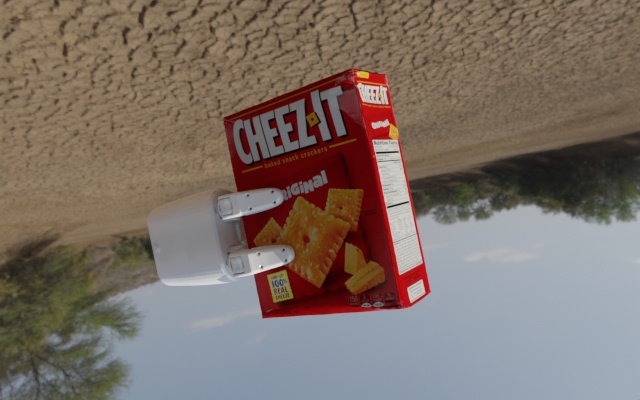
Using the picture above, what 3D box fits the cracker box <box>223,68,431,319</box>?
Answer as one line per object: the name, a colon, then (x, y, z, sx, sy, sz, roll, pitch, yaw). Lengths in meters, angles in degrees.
cracker box: (0.000, 0.002, 0.467, 0.164, 0.213, 0.072, -12, 0, 34)
